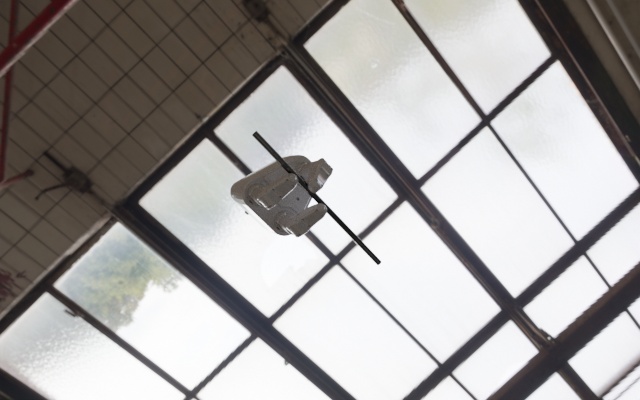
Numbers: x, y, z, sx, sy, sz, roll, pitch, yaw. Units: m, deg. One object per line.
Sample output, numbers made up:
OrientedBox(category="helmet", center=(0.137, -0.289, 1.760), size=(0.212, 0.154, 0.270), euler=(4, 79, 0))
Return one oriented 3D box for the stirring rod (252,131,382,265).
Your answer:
OrientedBox(category="stirring rod", center=(0.000, 0.002, 0.608), size=(0.239, 0.011, 0.011), euler=(46, -18, -18))
